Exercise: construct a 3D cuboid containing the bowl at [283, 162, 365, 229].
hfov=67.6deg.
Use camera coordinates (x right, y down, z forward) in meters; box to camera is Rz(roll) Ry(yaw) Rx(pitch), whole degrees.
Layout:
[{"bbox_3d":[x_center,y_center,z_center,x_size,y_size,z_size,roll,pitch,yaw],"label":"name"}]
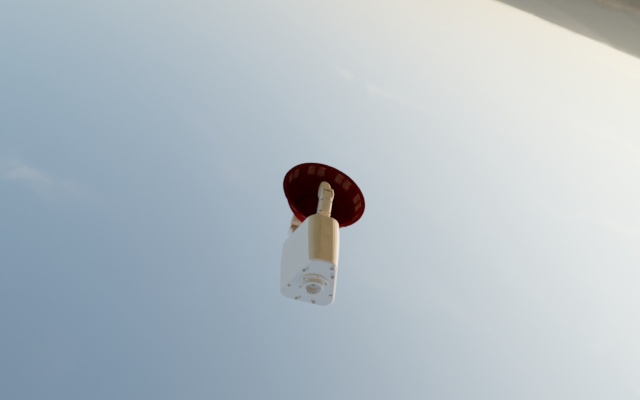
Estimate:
[{"bbox_3d":[0.000,0.002,0.901,0.162,0.162,0.055,0,-41,-25],"label":"bowl"}]
